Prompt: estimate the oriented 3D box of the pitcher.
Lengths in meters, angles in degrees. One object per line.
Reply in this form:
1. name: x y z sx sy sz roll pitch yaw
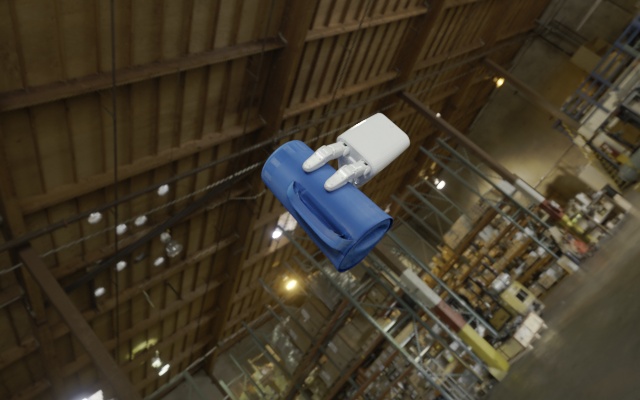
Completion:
1. pitcher: 0.000 0.003 0.863 0.145 0.242 0.149 -36 -22 -23
